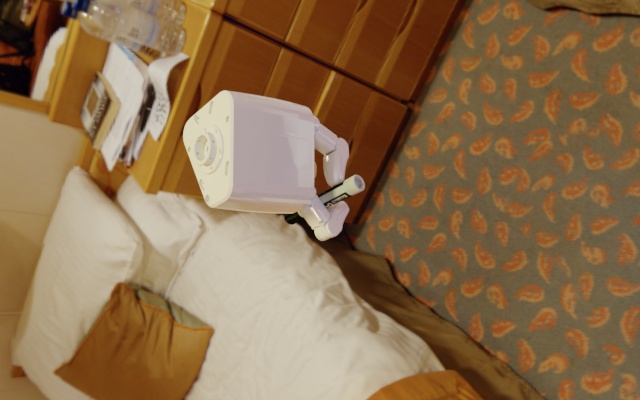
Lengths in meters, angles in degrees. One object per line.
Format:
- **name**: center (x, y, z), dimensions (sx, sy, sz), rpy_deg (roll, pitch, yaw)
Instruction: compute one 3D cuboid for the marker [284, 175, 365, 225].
- **marker**: center (0.000, 0.002, 0.546), dimensions (0.020, 0.020, 0.121), rpy_deg (0, -20, -47)
